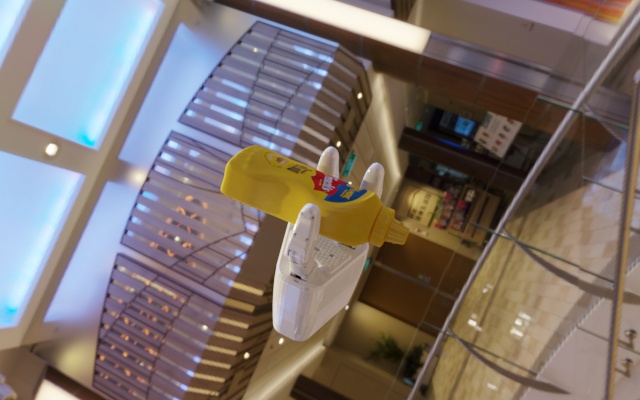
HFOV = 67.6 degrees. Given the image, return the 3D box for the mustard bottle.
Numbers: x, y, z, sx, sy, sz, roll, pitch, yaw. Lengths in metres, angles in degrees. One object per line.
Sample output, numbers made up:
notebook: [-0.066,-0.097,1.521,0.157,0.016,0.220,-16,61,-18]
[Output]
mustard bottle: [0.000,0.001,0.499,0.191,0.058,0.096,23,18,13]
